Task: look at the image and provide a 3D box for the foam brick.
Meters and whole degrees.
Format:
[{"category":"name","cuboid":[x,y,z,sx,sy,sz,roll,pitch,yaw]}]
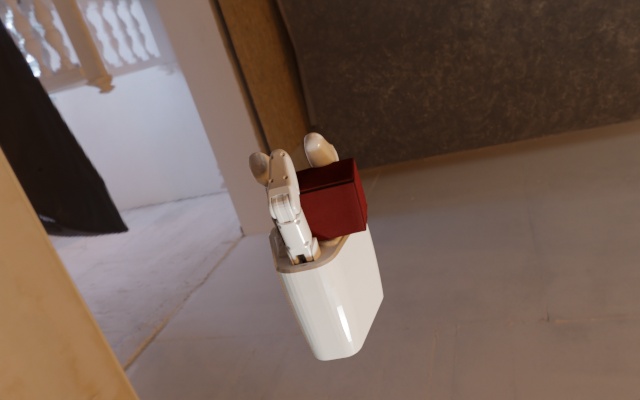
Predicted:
[{"category":"foam brick","cuboid":[0.000,0.001,0.431,0.078,0.051,0.053,-13,24,13]}]
